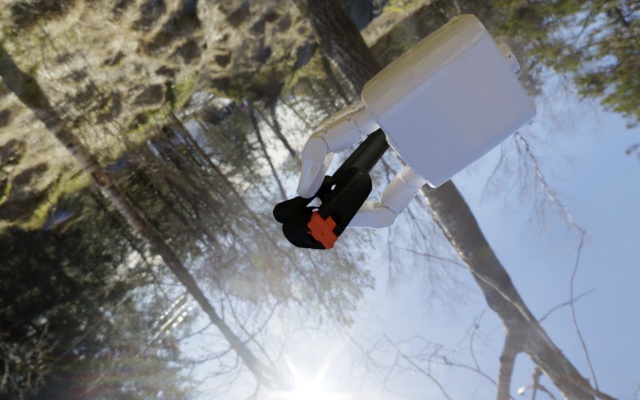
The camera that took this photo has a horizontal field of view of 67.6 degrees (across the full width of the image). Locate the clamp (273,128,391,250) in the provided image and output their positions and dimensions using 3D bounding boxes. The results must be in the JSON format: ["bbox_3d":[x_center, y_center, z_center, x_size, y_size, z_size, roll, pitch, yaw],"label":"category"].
[{"bbox_3d":[0.001,0.002,0.468,0.164,0.036,0.210,-36,11,19],"label":"clamp"}]
